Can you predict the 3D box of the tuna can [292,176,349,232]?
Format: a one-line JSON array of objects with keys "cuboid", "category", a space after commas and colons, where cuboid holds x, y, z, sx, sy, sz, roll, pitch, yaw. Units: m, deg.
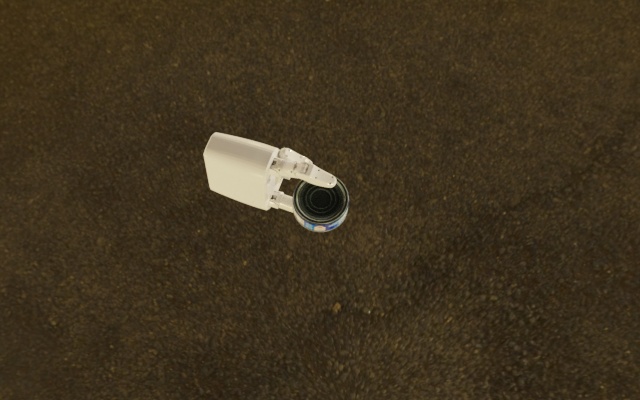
[{"cuboid": [0.000, 0.002, 0.719, 0.086, 0.086, 0.034, 0, -22, -2], "category": "tuna can"}]
